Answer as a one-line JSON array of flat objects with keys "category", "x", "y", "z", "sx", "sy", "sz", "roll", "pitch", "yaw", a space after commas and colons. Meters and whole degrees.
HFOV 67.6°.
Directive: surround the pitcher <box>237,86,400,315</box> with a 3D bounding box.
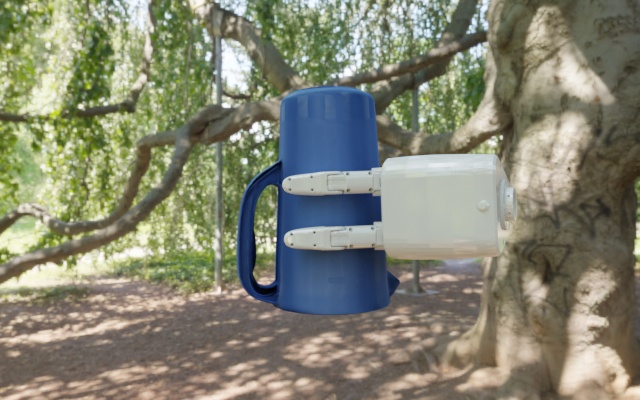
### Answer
[{"category": "pitcher", "x": 0.000, "y": 0.002, "z": 0.540, "sx": 0.145, "sy": 0.243, "sz": 0.149, "roll": -2, "pitch": -1, "yaw": 30}]
